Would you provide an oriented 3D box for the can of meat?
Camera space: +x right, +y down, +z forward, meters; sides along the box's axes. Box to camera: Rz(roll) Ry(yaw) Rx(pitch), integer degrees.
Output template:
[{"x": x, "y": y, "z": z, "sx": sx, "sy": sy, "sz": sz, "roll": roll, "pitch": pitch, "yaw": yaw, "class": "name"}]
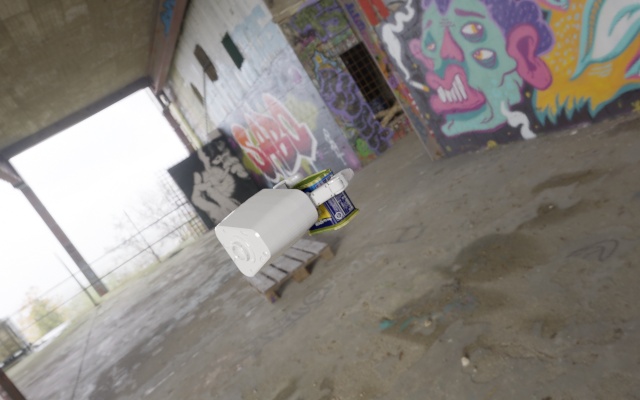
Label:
[{"x": 0.000, "y": 0.002, "z": 0.769, "sx": 0.057, "sy": 0.084, "sz": 0.102, "roll": -39, "pitch": 12, "yaw": -34, "class": "can of meat"}]
